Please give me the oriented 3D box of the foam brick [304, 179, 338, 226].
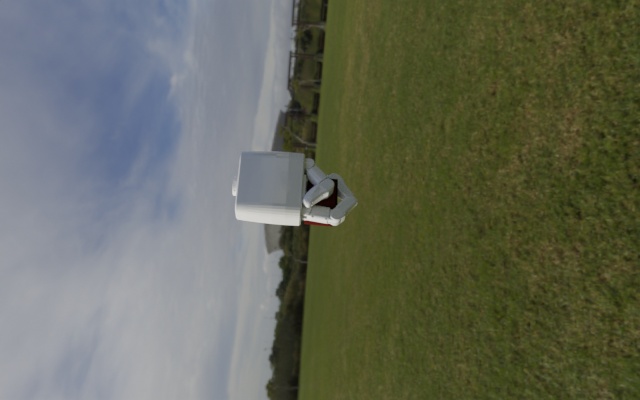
[{"bbox_3d":[0.000,0.003,0.814,0.051,0.053,0.078,4,-31,-3],"label":"foam brick"}]
